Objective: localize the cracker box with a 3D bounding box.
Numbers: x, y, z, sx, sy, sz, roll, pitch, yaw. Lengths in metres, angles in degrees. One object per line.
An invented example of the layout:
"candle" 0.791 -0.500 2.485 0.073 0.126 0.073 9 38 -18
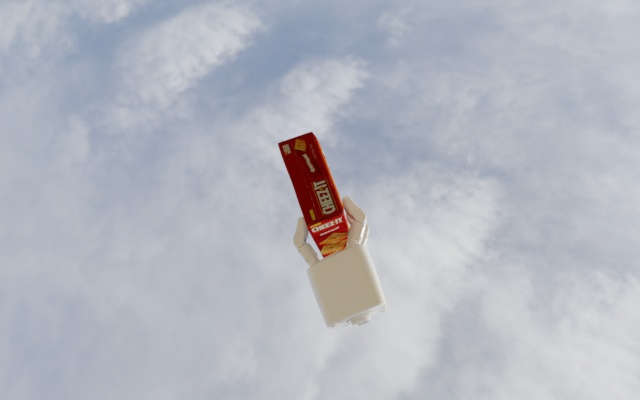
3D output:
"cracker box" 0.000 0.003 0.858 0.072 0.164 0.214 -21 -25 0
